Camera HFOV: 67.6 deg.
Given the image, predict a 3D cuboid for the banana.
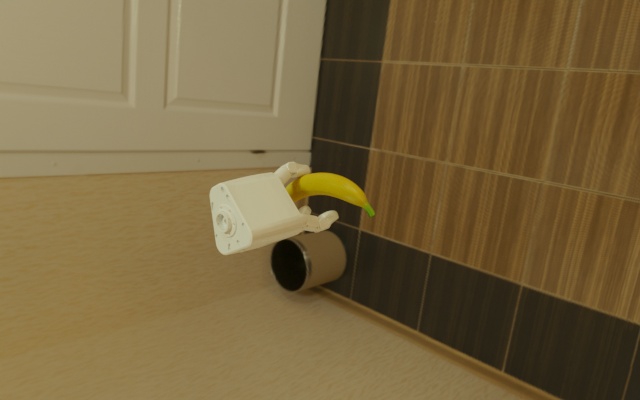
[{"bbox_3d":[0.002,-0.015,0.818,0.198,0.070,0.037,10,21,38],"label":"banana"}]
